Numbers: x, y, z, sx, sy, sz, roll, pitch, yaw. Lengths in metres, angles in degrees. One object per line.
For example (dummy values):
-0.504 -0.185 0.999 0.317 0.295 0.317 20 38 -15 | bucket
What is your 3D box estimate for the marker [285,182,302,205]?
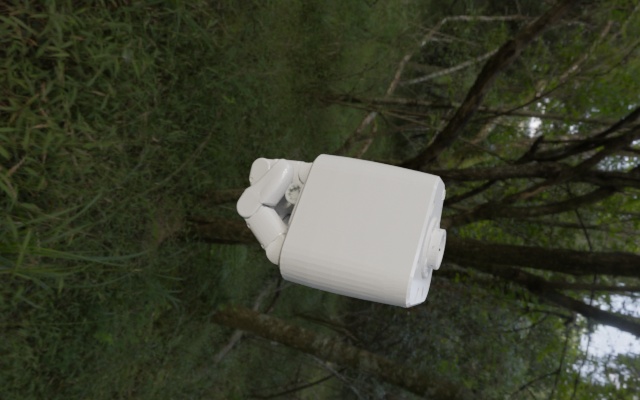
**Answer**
0.000 0.001 0.460 0.020 0.020 0.121 0 -7 22 | marker
